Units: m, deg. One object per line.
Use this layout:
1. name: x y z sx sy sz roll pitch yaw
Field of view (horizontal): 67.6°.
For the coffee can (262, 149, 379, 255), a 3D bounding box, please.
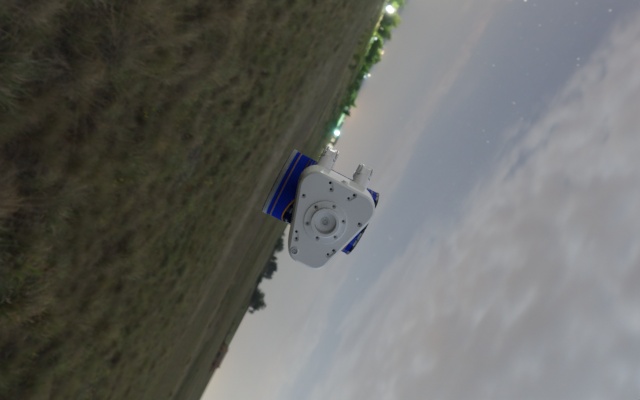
1. coffee can: 0.000 0.002 0.698 0.140 0.103 0.103 27 -1 -3
